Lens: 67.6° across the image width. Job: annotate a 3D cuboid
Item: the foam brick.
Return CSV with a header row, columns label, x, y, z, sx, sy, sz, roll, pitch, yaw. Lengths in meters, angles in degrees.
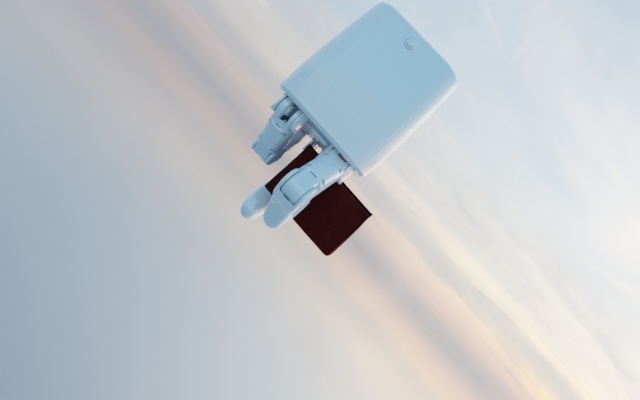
label,x,y,z,sx,sy,sz,roll,pitch,yaw
foam brick,0.000,0.002,0.401,0.051,0.078,0.053,-41,-5,0
